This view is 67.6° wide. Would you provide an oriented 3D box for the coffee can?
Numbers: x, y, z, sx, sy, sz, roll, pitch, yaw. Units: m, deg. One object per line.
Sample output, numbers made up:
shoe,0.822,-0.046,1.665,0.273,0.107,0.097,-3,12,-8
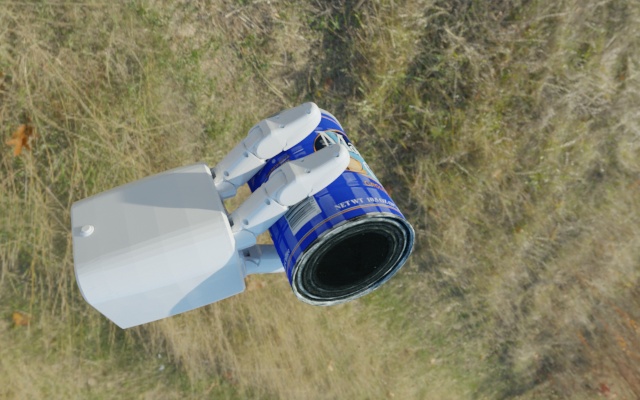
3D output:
coffee can,0.000,0.001,0.404,0.103,0.103,0.140,0,42,-30
